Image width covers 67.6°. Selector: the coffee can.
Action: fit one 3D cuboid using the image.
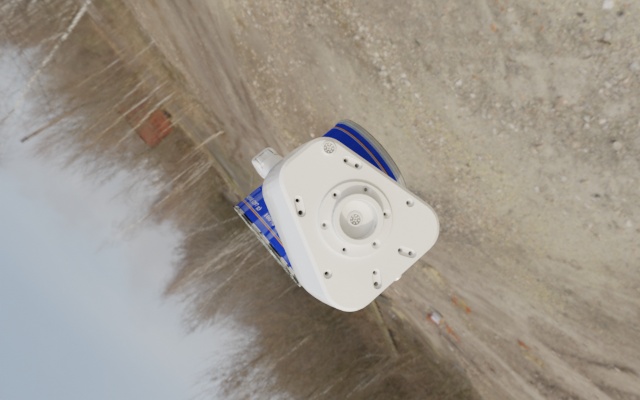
[{"bbox_3d":[0.000,0.001,0.478,0.140,0.103,0.103,-40,8,-9],"label":"coffee can"}]
